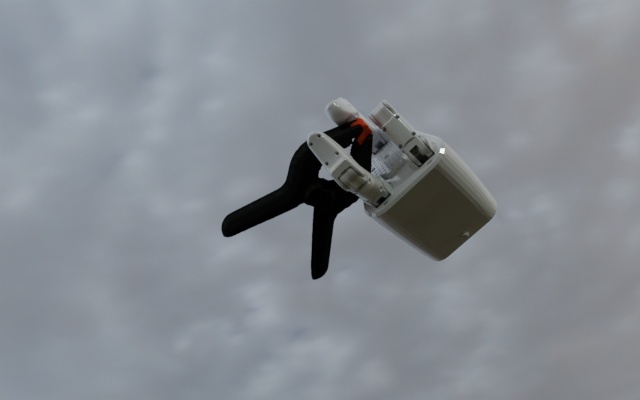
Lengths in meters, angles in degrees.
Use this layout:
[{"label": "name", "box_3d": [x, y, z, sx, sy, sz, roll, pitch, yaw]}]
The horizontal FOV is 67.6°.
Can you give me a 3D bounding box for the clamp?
[{"label": "clamp", "box_3d": [0.000, 0.001, 0.467, 0.120, 0.171, 0.039, 37, 16, -31]}]
